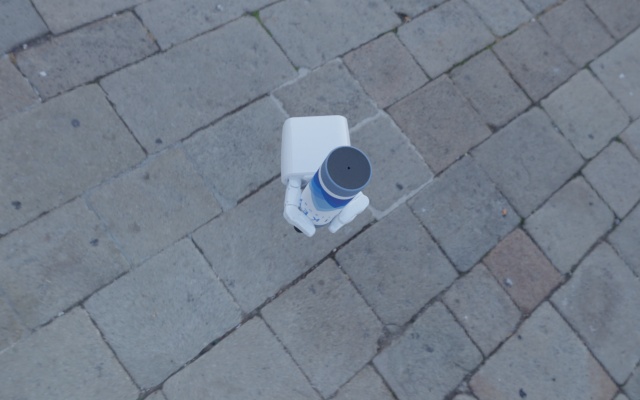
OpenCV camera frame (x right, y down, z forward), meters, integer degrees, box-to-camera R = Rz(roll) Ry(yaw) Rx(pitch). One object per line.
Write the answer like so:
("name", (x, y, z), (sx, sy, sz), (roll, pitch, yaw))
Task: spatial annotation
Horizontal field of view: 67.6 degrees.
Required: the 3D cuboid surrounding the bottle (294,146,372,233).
("bottle", (0.000, 0.003, 0.773), (0.069, 0.069, 0.296), (0, -18, -16))
